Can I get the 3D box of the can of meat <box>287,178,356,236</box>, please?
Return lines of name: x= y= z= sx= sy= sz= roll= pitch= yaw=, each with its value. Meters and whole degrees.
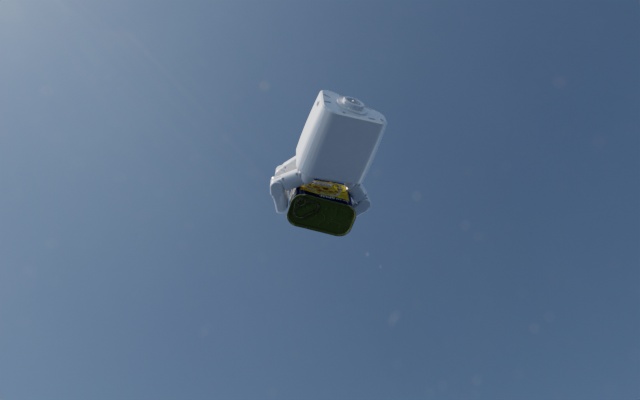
can of meat: x=0.000 y=0.002 z=0.750 sx=0.102 sy=0.057 sz=0.084 roll=14 pitch=29 yaw=-11
